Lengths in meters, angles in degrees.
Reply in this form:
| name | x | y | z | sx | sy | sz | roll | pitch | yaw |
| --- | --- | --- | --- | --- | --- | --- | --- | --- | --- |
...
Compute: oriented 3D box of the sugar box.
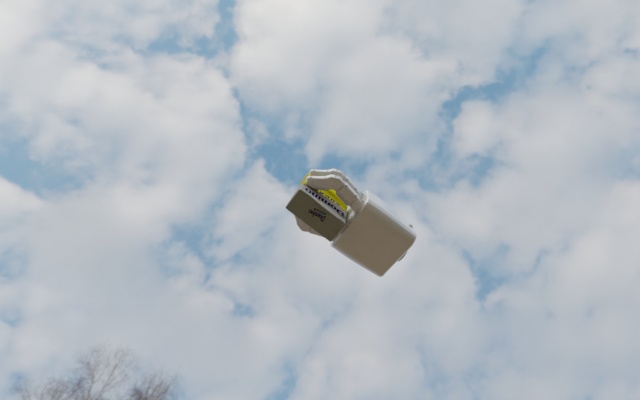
| name | x | y | z | sx | sy | sz | roll | pitch | yaw |
| --- | --- | --- | --- | --- | --- | --- | --- | --- | --- |
| sugar box | 0.001 | 0.002 | 0.823 | 0.093 | 0.048 | 0.176 | 37 | 12 | -5 |
